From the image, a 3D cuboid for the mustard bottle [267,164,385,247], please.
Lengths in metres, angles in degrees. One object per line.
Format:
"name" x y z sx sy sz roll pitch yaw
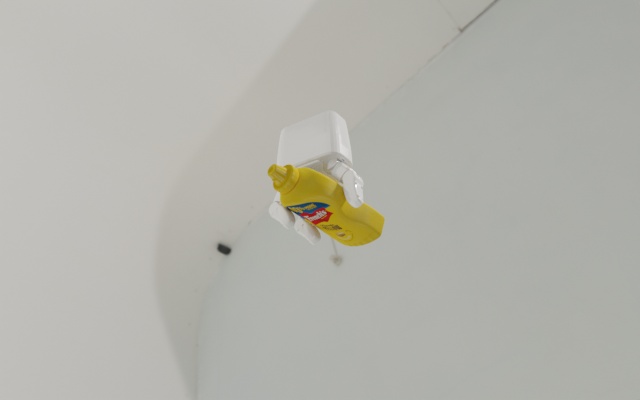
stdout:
"mustard bottle" 0.000 0.003 0.689 0.192 0.058 0.096 35 -28 -34
